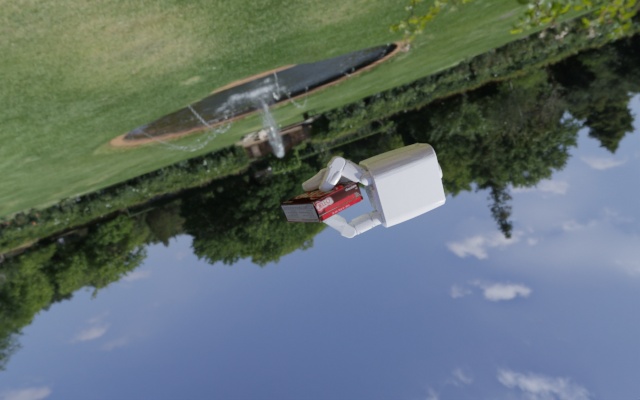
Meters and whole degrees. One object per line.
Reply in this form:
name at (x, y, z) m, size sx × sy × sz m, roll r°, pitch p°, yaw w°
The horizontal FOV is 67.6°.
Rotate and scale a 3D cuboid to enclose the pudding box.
pudding box at (0.000, 0.003, 0.767) m, size 0.090 × 0.039 × 0.113 m, roll -25°, pitch 9°, yaw -30°
